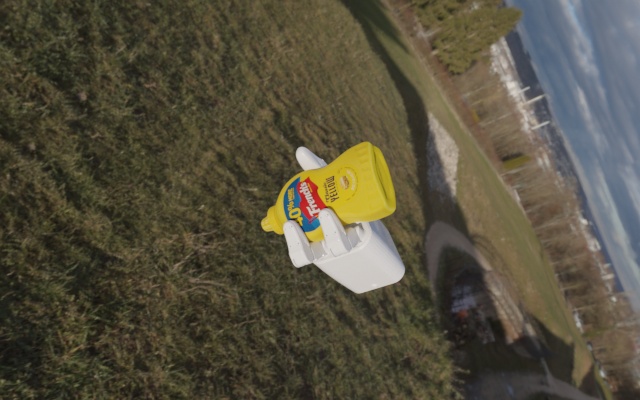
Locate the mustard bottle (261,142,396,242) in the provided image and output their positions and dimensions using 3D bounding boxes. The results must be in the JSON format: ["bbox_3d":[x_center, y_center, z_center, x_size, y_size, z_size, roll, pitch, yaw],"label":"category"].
[{"bbox_3d":[0.000,0.002,0.632,0.192,0.096,0.058,-23,-22,27],"label":"mustard bottle"}]
